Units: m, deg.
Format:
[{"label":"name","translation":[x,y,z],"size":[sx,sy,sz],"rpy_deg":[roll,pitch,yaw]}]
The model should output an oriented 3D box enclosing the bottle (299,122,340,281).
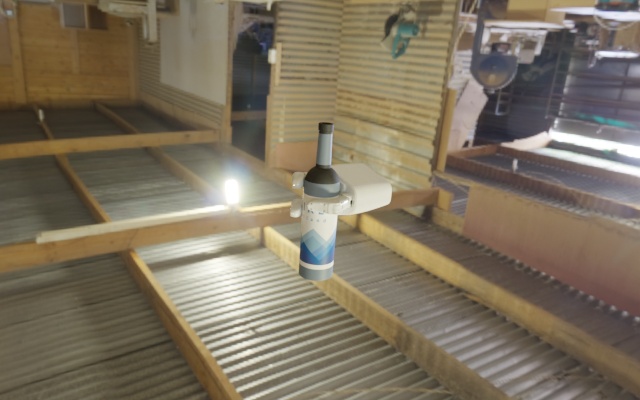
[{"label":"bottle","translation":[0.000,0.003,0.892],"size":[0.069,0.296,0.069],"rpy_deg":[4,18,-1]}]
